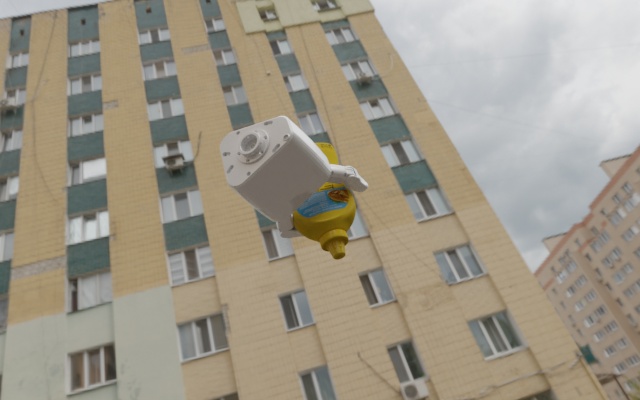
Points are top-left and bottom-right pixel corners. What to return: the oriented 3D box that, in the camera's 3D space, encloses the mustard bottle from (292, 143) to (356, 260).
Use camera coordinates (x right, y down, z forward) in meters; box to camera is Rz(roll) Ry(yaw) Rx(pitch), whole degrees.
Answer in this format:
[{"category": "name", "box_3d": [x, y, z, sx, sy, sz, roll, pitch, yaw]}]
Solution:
[{"category": "mustard bottle", "box_3d": [0.000, 0.002, 0.714, 0.096, 0.191, 0.058, -15, -34, -7]}]
